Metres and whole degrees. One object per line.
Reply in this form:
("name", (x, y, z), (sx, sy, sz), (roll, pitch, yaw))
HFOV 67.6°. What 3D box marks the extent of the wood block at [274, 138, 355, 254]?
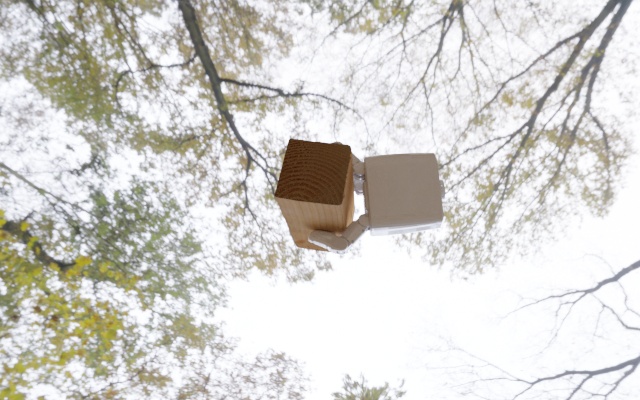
("wood block", (0.000, 0.003, 0.714), (0.090, 0.090, 0.206), (7, -23, 9))
